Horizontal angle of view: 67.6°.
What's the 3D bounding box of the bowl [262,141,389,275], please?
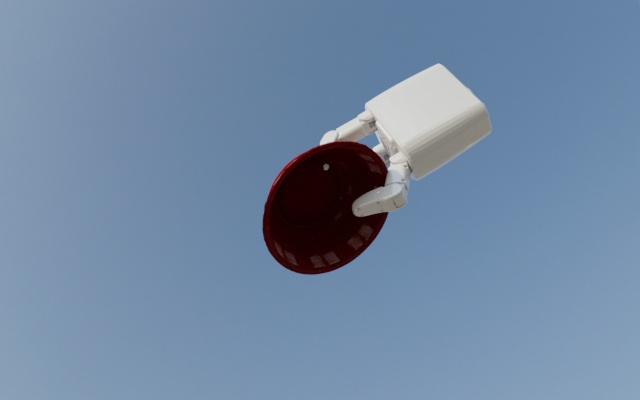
[{"bbox_3d":[-0.001,0.002,0.542,0.162,0.162,0.055,0,24,-31],"label":"bowl"}]
